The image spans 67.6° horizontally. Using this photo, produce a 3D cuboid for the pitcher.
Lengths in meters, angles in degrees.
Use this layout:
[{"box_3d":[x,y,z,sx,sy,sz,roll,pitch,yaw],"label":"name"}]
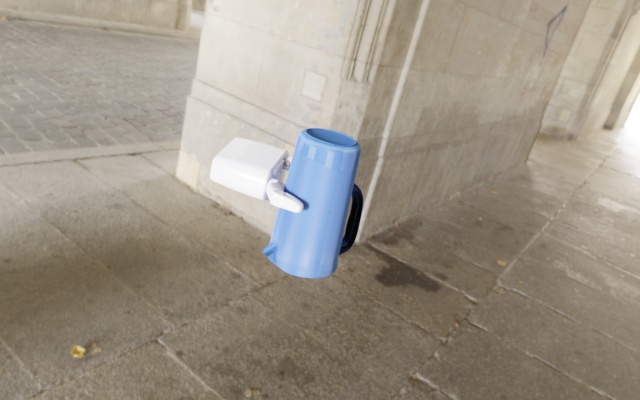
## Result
[{"box_3d":[0.000,0.003,0.843,0.145,0.243,0.149,18,22,10],"label":"pitcher"}]
